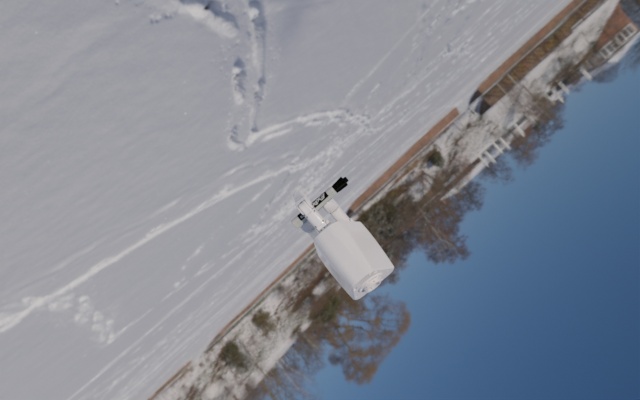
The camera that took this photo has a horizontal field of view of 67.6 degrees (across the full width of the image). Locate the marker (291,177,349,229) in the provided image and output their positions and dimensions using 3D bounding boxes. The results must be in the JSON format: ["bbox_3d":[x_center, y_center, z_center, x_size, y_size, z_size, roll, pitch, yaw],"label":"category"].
[{"bbox_3d":[0.000,0.003,0.814,0.121,0.020,0.020,-41,-6,7],"label":"marker"}]
